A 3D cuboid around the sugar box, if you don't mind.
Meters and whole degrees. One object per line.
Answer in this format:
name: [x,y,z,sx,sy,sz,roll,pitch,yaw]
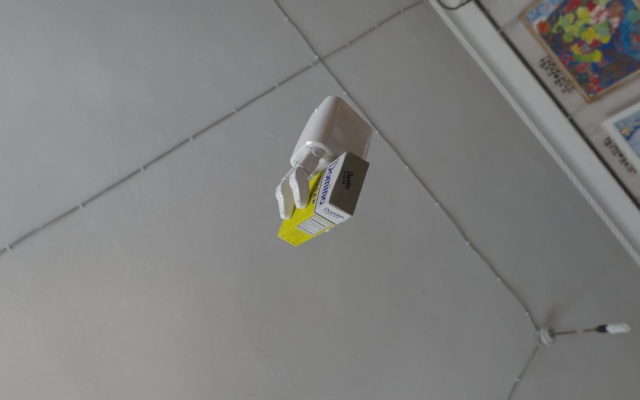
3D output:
sugar box: [0.000,0.002,0.716,0.048,0.093,0.176,28,-30,-14]
